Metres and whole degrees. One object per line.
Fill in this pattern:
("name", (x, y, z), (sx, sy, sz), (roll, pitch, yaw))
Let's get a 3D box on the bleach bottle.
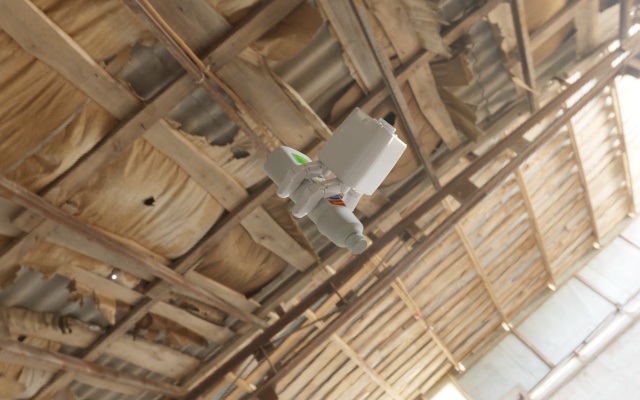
("bleach bottle", (0.000, 0.003, 0.804), (0.102, 0.068, 0.250), (24, 18, -47))
